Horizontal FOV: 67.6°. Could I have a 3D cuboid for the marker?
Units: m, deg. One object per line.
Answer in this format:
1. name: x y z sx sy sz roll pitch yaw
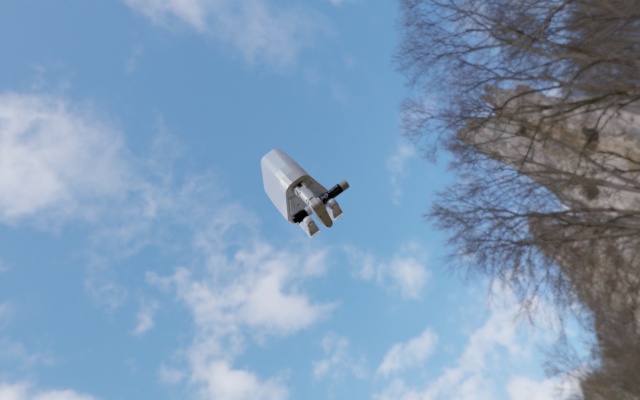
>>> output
1. marker: 0.000 0.003 0.869 0.121 0.020 0.020 -36 7 -10
